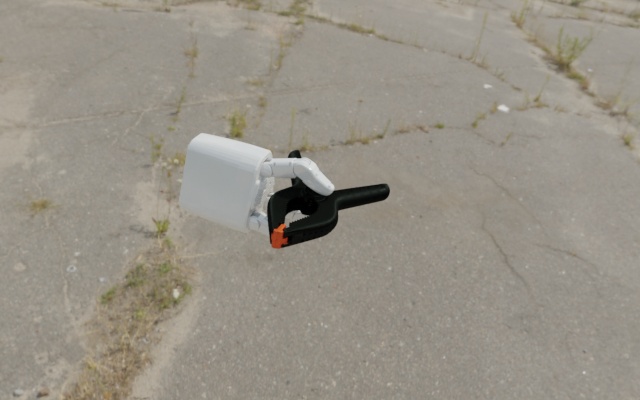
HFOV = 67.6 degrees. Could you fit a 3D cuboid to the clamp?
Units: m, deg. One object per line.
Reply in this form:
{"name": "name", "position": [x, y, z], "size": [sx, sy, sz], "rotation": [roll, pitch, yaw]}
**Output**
{"name": "clamp", "position": [0.000, 0.002, 0.645], "size": [0.164, 0.036, 0.210], "rotation": [17, 34, 10]}
